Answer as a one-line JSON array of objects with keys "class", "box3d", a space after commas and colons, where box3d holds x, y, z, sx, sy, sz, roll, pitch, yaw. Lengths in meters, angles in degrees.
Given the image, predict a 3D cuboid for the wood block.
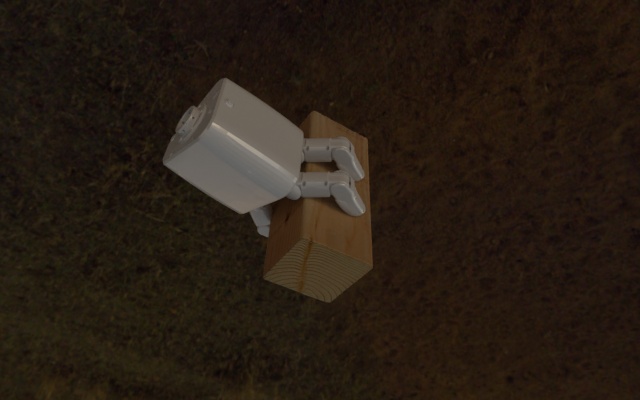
[{"class": "wood block", "box3d": [0.000, 0.002, 0.576, 0.090, 0.206, 0.091, 24, -46, -21]}]
